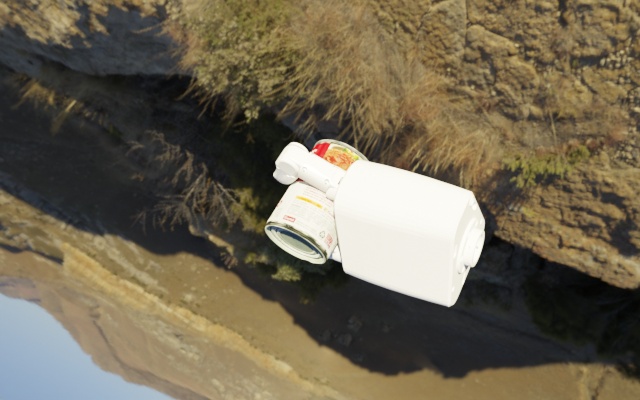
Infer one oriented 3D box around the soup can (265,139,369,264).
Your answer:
[{"bbox_3d":[-0.001,0.002,0.462,0.068,0.102,0.068,25,-24,12],"label":"soup can"}]
